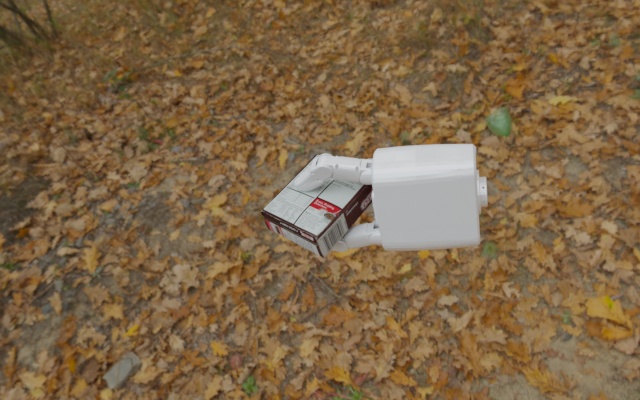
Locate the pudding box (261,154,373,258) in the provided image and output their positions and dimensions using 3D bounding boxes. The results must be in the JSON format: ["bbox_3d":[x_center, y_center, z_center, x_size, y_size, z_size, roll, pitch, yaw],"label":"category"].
[{"bbox_3d":[0.000,0.002,0.565,0.090,0.039,0.113,24,56,34],"label":"pudding box"}]
